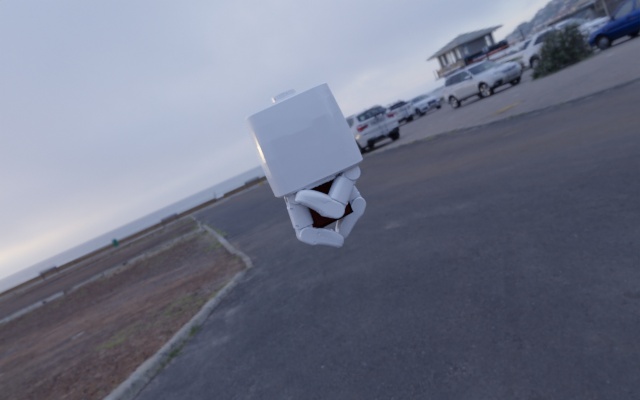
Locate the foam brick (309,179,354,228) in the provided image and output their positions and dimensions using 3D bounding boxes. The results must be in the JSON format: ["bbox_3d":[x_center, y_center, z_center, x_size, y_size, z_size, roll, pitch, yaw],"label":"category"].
[{"bbox_3d":[0.000,0.002,0.628,0.053,0.051,0.078,-26,7,-15],"label":"foam brick"}]
